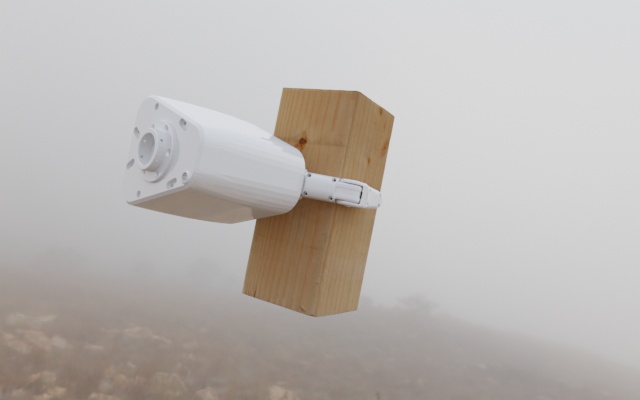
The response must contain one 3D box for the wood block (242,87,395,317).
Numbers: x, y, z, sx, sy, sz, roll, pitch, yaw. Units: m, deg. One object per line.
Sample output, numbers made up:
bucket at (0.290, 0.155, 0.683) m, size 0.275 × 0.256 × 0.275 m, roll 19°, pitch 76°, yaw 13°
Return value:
wood block at (0.000, 0.001, 0.482) m, size 0.091 × 0.206 × 0.090 m, roll 11°, pitch -1°, yaw 31°
